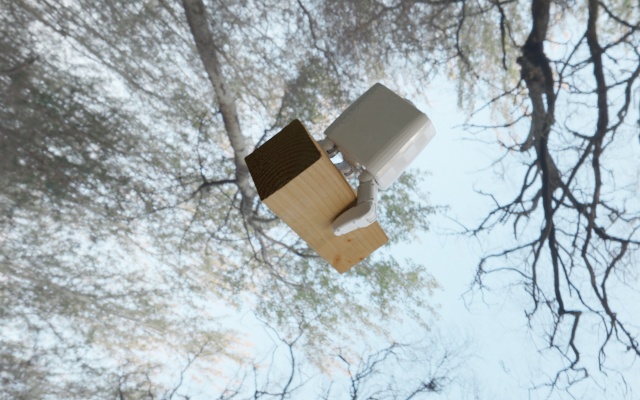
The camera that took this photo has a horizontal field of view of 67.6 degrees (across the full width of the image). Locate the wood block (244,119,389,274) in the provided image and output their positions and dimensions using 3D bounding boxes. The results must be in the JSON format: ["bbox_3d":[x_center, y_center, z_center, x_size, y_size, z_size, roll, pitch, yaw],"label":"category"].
[{"bbox_3d":[0.001,0.002,0.645,0.090,0.090,0.206,-36,-45,7],"label":"wood block"}]
